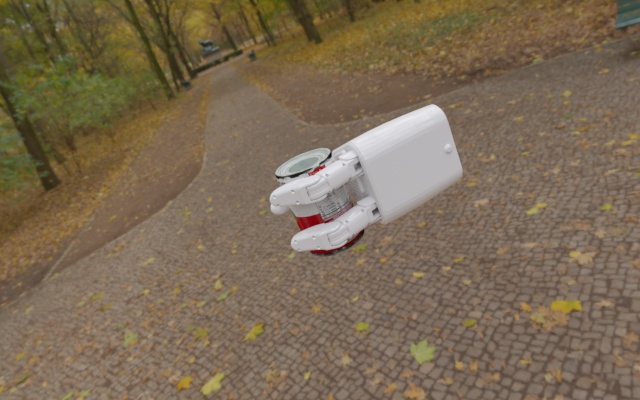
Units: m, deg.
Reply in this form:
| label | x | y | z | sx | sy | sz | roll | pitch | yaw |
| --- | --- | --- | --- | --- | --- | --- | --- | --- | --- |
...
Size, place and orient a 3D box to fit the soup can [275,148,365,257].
| label | x | y | z | sx | sy | sz | roll | pitch | yaw |
| --- | --- | --- | --- | --- | --- | --- | --- | --- | --- |
| soup can | -0.001 | 0.002 | 0.530 | 0.068 | 0.102 | 0.068 | -20 | 21 | 8 |
